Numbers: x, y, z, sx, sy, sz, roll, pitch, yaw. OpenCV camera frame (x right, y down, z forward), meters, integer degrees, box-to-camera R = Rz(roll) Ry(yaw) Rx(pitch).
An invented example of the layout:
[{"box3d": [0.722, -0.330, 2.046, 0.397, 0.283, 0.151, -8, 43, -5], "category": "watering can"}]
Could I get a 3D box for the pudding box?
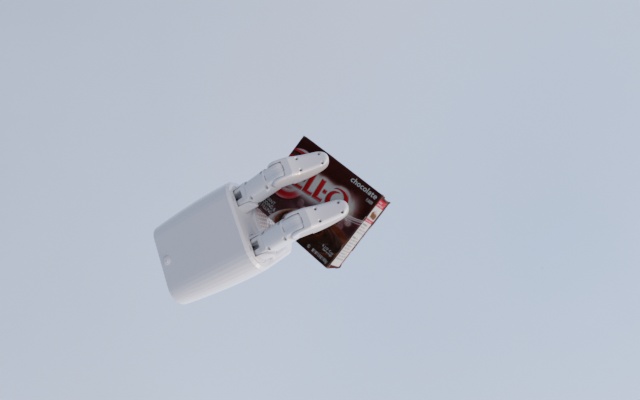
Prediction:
[{"box3d": [0.000, 0.002, 0.490, 0.113, 0.090, 0.039, 39, 6, 22], "category": "pudding box"}]
